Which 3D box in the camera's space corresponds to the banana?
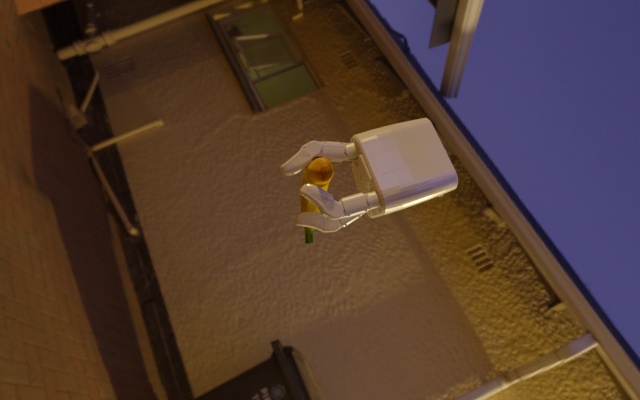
[{"bbox_3d":[-0.005,-0.012,0.664,0.037,0.069,0.198,-10,-29,-11],"label":"banana"}]
